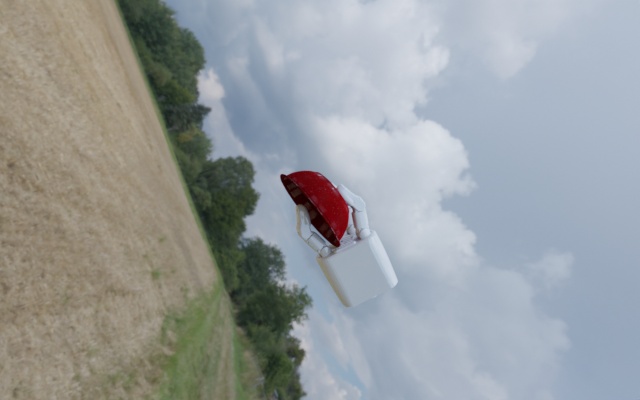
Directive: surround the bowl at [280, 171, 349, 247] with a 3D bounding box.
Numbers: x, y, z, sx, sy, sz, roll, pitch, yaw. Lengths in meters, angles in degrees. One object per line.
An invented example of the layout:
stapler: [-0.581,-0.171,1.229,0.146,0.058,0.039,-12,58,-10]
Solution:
bowl: [0.000,0.001,0.829,0.055,0.162,0.162,-39,8,-10]
